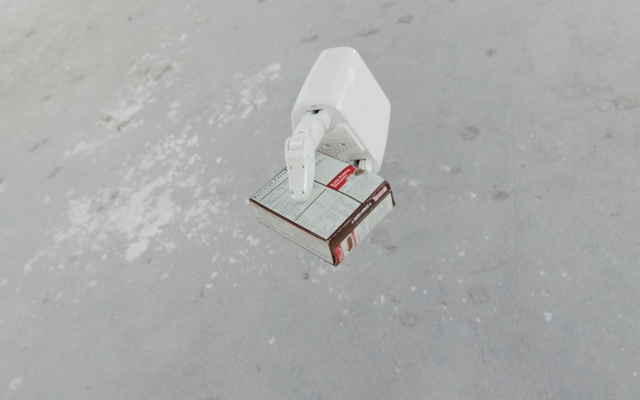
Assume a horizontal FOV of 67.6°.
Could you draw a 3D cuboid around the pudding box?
[{"bbox_3d":[0.000,0.001,0.461,0.113,0.039,0.090,25,59,40],"label":"pudding box"}]
